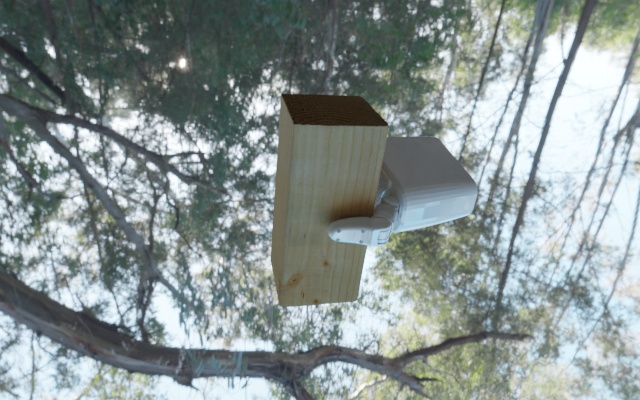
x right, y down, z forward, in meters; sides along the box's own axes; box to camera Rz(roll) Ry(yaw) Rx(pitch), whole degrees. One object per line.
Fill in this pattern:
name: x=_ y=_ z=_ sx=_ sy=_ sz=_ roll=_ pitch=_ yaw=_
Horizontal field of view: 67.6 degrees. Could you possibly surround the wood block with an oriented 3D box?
wood block: x=0.001 y=0.002 z=0.504 sx=0.090 sy=0.206 sz=0.090 roll=-1 pitch=29 yaw=-14
